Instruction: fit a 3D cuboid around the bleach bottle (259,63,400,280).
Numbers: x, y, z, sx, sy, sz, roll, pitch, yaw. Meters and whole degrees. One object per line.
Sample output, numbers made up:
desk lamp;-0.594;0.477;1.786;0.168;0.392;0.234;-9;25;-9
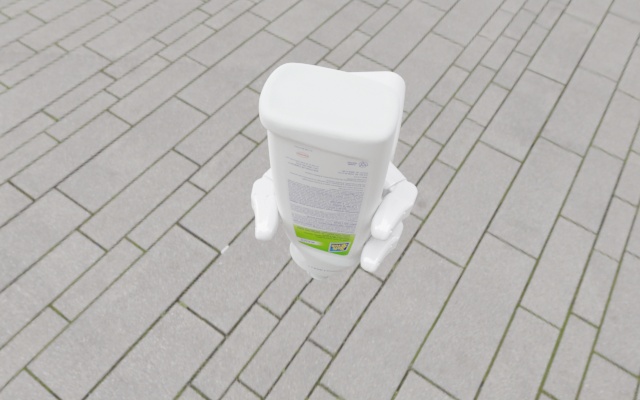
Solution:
bleach bottle;0.000;0.001;0.434;0.102;0.068;0.251;13;-36;4
